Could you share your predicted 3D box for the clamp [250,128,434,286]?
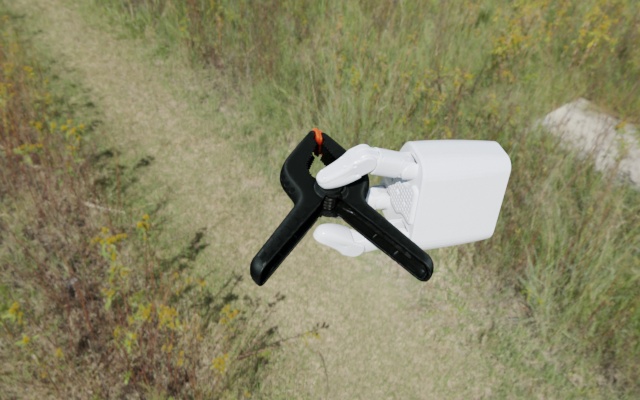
[{"bbox_3d":[0.000,0.001,0.475,0.164,0.036,0.209,-4,45,-18],"label":"clamp"}]
